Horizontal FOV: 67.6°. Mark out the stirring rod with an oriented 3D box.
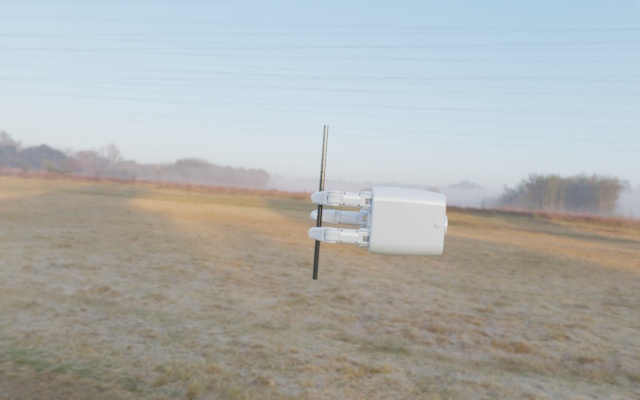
[{"bbox_3d":[0.000,0.003,0.743,0.011,0.239,0.011,4,-2,0],"label":"stirring rod"}]
